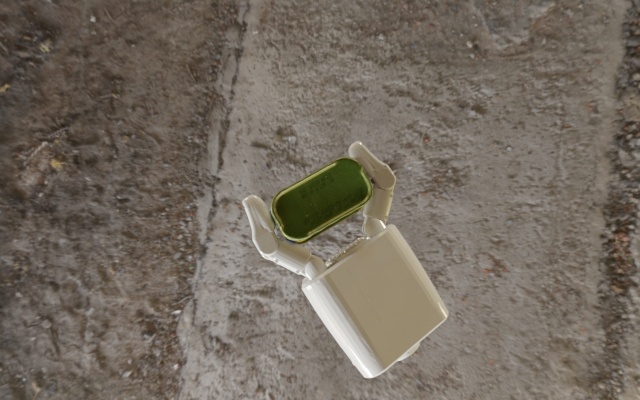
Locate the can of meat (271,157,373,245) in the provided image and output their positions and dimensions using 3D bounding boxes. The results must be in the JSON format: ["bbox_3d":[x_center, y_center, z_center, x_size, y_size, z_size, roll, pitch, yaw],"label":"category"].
[{"bbox_3d":[0.000,0.001,0.481,0.102,0.057,0.084,-30,-3,-4],"label":"can of meat"}]
